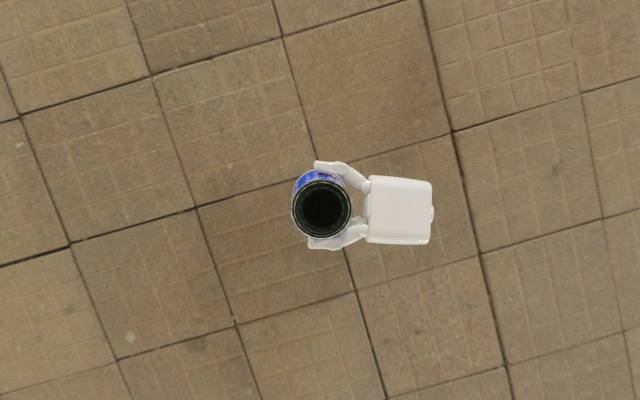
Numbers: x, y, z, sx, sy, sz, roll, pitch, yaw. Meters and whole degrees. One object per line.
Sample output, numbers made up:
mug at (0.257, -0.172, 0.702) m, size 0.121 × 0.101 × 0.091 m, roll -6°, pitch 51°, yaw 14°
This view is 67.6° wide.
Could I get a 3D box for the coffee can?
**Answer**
coffee can at (0.000, 0.003, 0.838) m, size 0.103 × 0.103 × 0.140 m, roll 0°, pitch 10°, yaw -2°
